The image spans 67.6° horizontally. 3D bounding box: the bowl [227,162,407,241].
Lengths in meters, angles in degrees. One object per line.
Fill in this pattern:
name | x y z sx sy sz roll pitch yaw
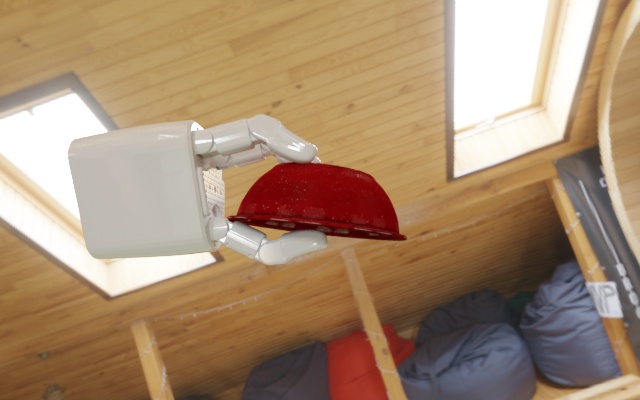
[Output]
bowl | 0.001 0.001 0.435 0.162 0.055 0.162 7 -6 1
